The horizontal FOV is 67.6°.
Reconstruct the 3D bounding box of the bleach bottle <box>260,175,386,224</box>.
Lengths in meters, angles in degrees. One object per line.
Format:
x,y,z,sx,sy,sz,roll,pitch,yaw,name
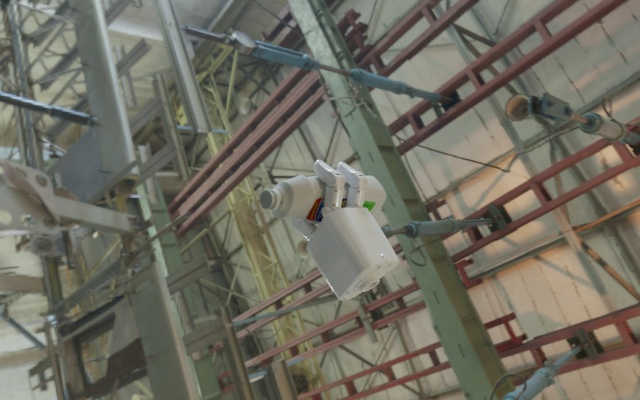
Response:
0.000,0.003,0.795,0.251,0.068,0.103,-1,-39,-47,bleach bottle
